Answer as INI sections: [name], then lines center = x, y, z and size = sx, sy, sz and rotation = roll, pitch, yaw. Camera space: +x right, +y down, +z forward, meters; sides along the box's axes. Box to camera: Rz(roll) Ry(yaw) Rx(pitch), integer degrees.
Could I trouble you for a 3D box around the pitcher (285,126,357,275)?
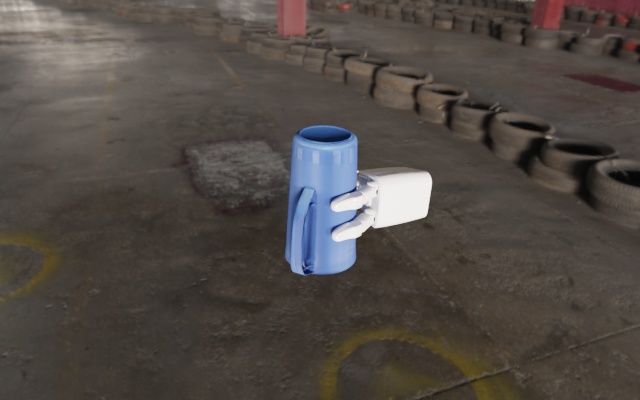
[pitcher]
center = 0.000, 0.003, 0.831
size = 0.145, 0.243, 0.149
rotation = -8, 28, -19
